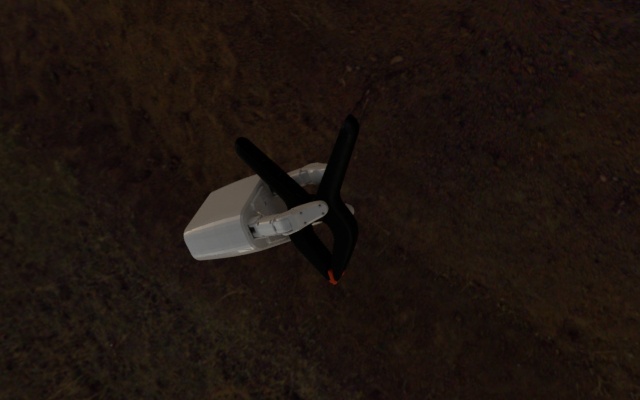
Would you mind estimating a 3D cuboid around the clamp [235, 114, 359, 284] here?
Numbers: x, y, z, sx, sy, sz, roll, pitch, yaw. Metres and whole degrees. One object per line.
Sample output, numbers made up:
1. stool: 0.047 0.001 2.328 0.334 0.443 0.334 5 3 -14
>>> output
1. clamp: 0.000 0.003 0.569 0.164 0.210 0.036 -14 17 33
